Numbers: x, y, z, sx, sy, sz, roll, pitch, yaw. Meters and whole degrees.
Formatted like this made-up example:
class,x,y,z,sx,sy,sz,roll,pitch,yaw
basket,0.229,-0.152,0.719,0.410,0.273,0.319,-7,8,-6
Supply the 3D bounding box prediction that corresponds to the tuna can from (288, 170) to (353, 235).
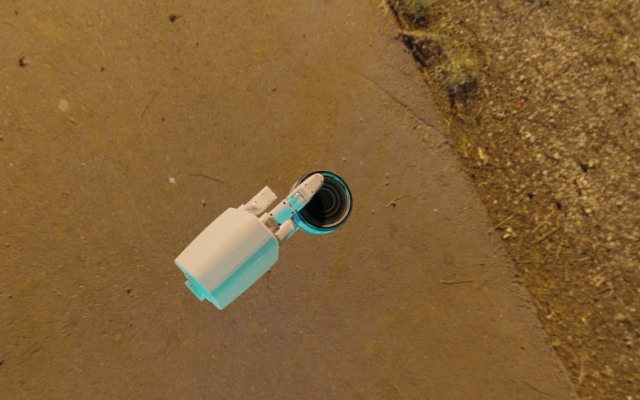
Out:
class,x,y,z,sx,sy,sz,roll,pitch,yaw
tuna can,0.000,0.002,0.648,0.086,0.086,0.034,0,-12,-18
